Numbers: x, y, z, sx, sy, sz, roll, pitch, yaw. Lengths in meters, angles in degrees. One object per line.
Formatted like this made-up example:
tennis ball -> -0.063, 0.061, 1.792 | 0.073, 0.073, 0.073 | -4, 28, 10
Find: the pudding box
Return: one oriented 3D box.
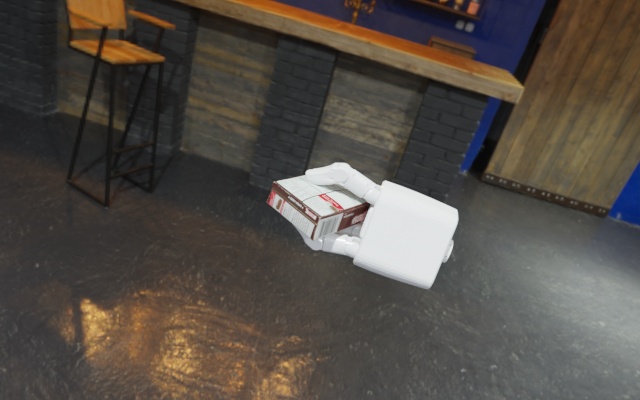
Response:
pudding box -> 0.000, 0.002, 0.637 | 0.090, 0.039, 0.113 | 36, 31, 29
